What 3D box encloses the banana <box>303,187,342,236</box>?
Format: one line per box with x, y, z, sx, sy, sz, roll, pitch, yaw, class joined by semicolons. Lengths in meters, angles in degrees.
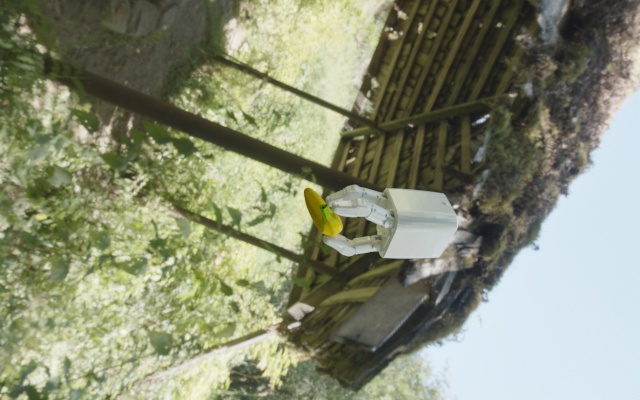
0.005;0.021;0.818;0.037;0.069;0.197;-16;11;-9;banana
